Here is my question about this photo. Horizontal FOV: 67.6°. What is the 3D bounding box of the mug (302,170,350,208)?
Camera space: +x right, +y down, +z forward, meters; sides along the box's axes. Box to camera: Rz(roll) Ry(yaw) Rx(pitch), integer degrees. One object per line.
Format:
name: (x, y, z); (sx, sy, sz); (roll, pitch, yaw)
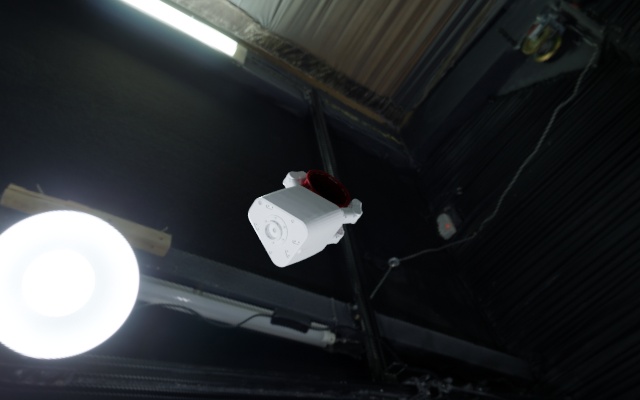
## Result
mug: (0.001, 0.003, 0.881); (0.081, 0.093, 0.117); (-52, -19, 29)
